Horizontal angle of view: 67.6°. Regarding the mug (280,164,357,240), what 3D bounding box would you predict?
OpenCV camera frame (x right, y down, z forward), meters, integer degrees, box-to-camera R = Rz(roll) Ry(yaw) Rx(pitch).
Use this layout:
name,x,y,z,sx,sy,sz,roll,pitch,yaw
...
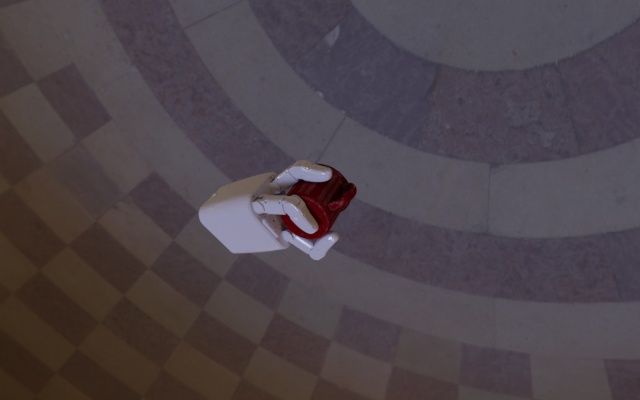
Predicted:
name,x,y,z,sx,sy,sz,roll,pitch,yaw
mug,0.001,0.002,0.708,0.117,0.093,0.081,-12,27,32
